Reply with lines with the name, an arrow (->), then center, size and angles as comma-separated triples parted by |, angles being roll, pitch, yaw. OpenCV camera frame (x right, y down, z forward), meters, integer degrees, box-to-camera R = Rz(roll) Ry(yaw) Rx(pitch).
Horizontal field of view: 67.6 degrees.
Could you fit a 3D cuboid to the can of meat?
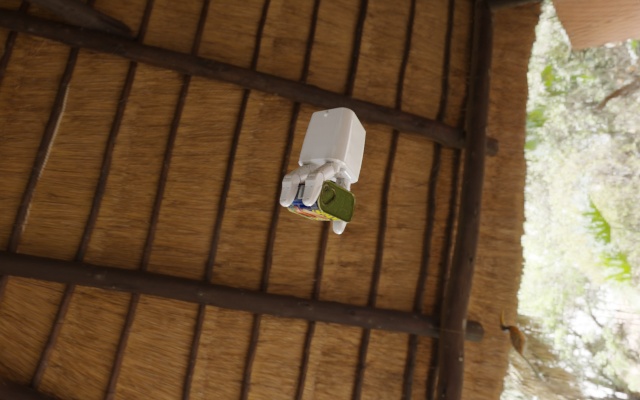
can of meat -> 0.000, 0.003, 0.860 | 0.084, 0.057, 0.102 | -1, -17, 40
